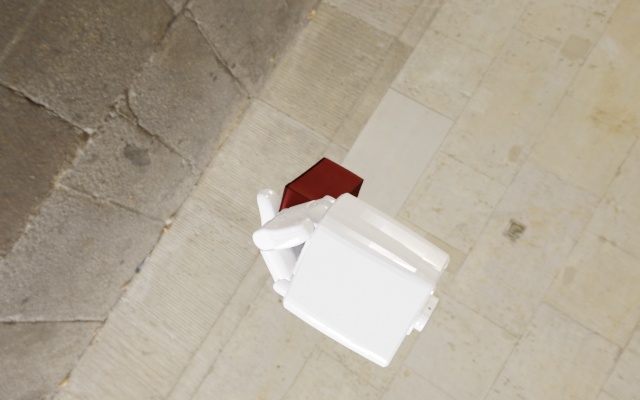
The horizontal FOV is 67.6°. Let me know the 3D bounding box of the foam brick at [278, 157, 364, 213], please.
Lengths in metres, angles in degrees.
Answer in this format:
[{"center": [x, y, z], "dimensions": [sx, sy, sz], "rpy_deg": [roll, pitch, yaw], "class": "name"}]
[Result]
[{"center": [0.000, 0.001, 0.481], "dimensions": [0.051, 0.053, 0.078], "rpy_deg": [29, 38, 16], "class": "foam brick"}]
